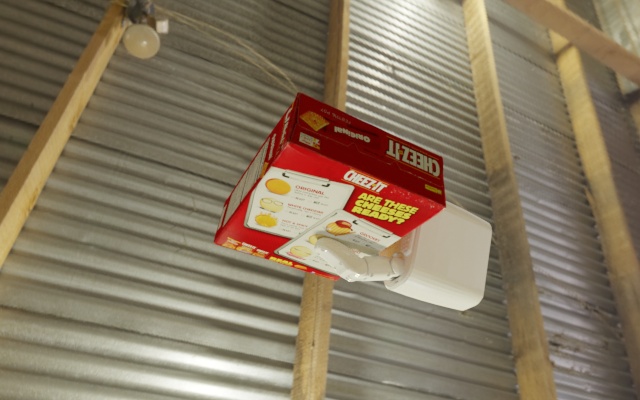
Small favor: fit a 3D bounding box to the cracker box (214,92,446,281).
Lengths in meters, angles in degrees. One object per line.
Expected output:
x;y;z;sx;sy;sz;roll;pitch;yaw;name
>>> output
0.000;0.002;0.508;0.164;0.072;0.214;20;-36;-19;cracker box
